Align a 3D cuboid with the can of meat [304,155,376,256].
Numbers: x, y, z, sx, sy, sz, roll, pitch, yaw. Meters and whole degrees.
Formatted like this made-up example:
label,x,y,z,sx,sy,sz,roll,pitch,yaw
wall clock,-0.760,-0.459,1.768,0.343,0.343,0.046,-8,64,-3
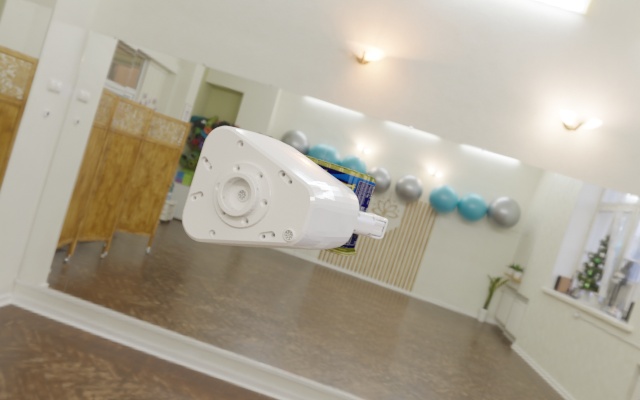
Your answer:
label,x,y,z,sx,sy,sz,roll,pitch,yaw
can of meat,0.000,0.001,0.504,0.102,0.084,0.057,19,3,24
